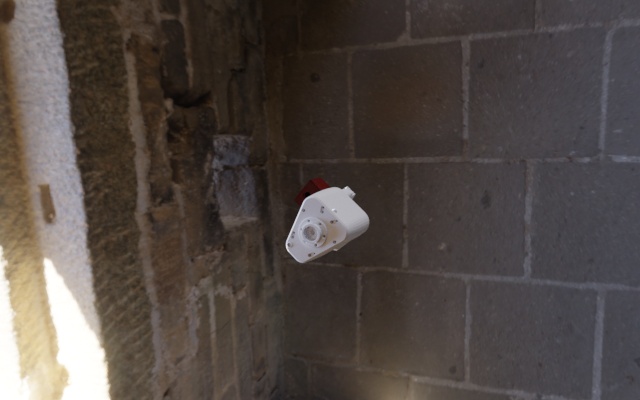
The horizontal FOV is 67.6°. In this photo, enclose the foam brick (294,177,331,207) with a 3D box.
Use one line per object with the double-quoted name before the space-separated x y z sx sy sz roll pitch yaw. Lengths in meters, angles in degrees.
"foam brick" 0.000 0.003 0.884 0.078 0.053 0.051 45 22 11
